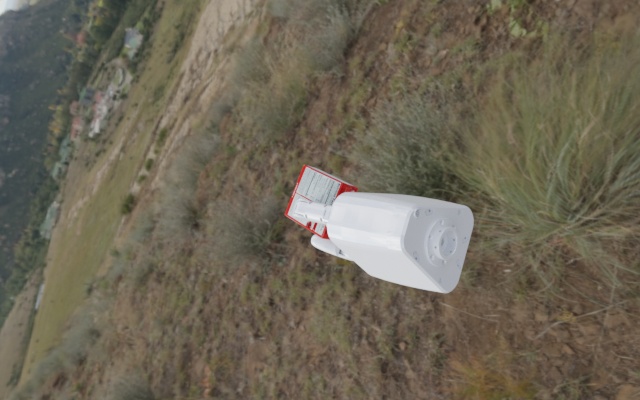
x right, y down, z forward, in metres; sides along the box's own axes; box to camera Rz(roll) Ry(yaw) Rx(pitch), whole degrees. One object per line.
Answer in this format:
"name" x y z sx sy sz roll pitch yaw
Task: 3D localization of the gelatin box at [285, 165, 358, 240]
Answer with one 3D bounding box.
"gelatin box" 0.000 0.002 0.608 0.030 0.073 0.089 16 8 -41
